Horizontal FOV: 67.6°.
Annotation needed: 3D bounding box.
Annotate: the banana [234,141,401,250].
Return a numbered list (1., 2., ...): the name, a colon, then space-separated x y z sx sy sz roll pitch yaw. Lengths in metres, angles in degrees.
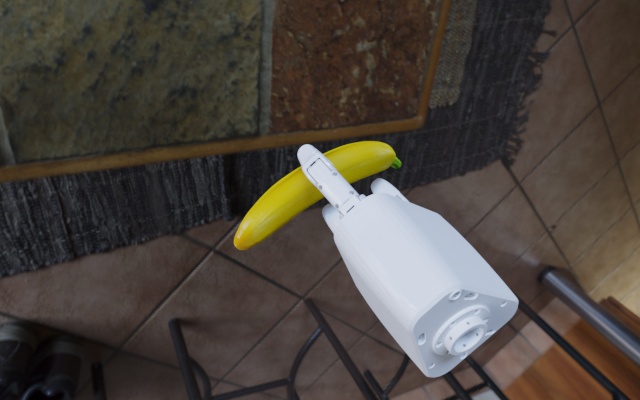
1. banana: 0.000 -0.012 0.469 0.198 0.070 0.037 -26 48 -12
